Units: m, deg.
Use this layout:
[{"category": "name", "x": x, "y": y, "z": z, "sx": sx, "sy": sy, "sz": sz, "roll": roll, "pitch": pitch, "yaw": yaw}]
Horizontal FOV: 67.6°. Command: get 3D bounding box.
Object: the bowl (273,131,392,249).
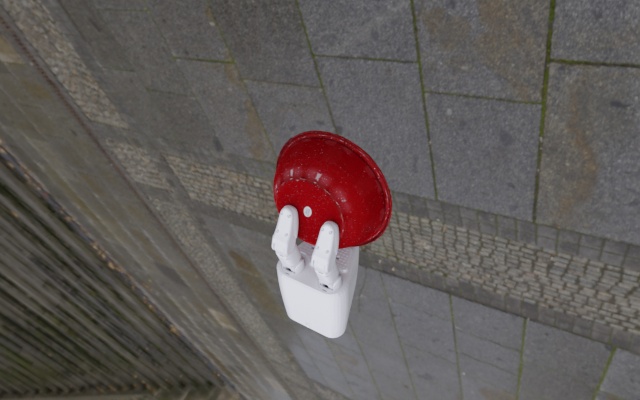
[{"category": "bowl", "x": 0.000, "y": 0.001, "z": 0.565, "sx": 0.162, "sy": 0.162, "sz": 0.055, "roll": 0, "pitch": 30, "yaw": 36}]
